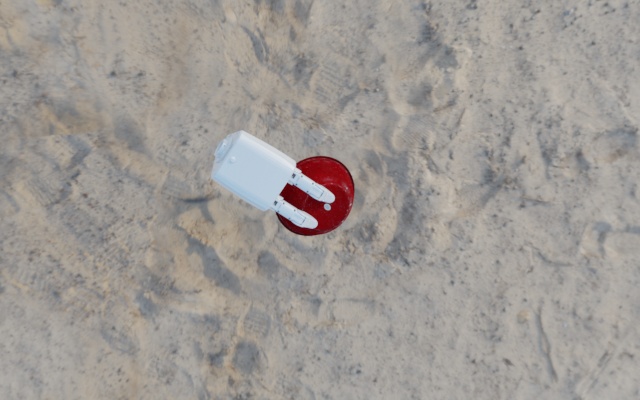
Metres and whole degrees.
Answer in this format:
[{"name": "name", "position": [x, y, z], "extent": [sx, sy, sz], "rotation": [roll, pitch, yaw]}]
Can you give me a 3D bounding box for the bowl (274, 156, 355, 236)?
[{"name": "bowl", "position": [0.001, 0.003, 0.872], "extent": [0.162, 0.162, 0.055], "rotation": [0, 22, -24]}]
